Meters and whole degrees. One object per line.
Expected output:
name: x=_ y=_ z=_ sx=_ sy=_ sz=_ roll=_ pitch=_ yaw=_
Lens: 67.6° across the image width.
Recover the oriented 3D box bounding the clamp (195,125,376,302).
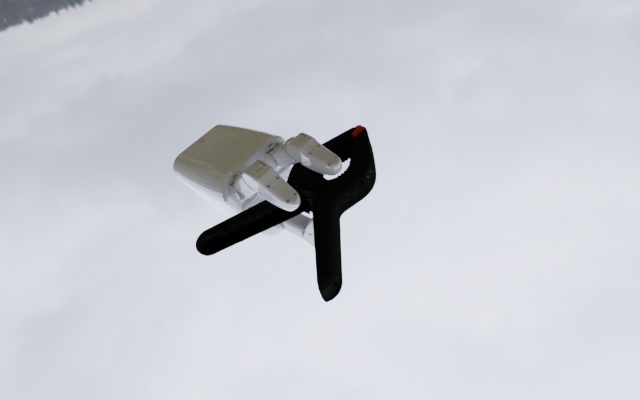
clamp: x=0.000 y=0.002 z=0.465 sx=0.164 sy=0.036 sz=0.210 roll=21 pitch=55 yaw=38
